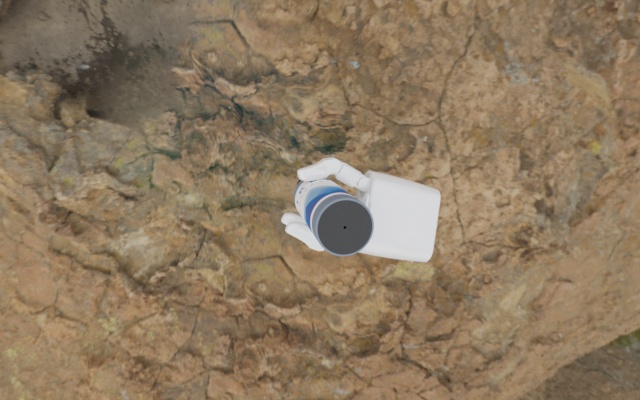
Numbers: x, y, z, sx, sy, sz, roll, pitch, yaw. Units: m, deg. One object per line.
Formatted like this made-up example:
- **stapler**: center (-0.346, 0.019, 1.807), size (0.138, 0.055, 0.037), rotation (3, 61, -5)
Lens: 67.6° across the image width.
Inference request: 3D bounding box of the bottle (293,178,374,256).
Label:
- **bottle**: center (0.000, 0.002, 0.665), size (0.069, 0.069, 0.295), rotation (0, 11, -11)
